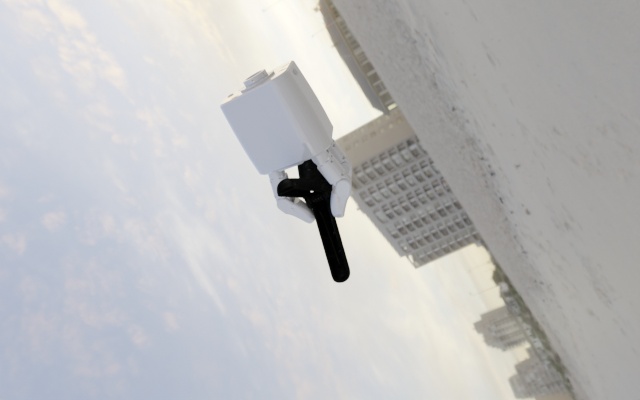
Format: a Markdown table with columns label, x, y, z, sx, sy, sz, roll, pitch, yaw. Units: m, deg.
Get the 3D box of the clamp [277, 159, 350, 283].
| label | x | y | z | sx | sy | sz | roll | pitch | yaw |
| --- | --- | --- | --- | --- | --- | --- | --- | --- | --- |
| clamp | -0.001 | 0.002 | 0.659 | 0.036 | 0.165 | 0.210 | -21 | 24 | 15 |
